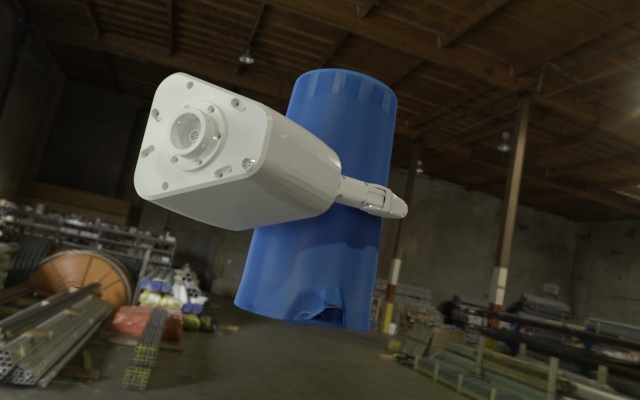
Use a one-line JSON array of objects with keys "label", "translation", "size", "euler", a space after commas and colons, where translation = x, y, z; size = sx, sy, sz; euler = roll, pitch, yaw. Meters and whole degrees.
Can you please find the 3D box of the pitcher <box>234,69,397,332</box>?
[{"label": "pitcher", "translation": [0.000, 0.002, 0.488], "size": [0.149, 0.243, 0.145], "euler": [7, -9, 28]}]
